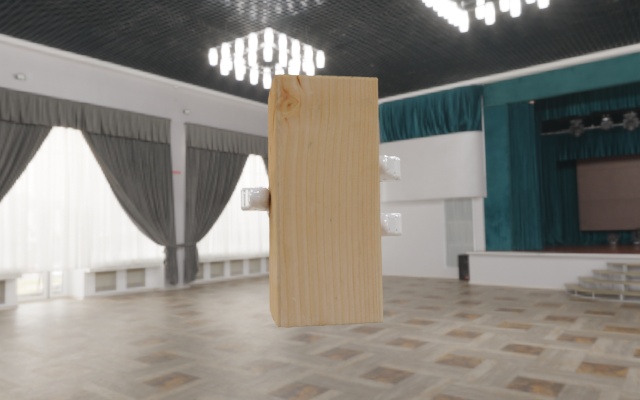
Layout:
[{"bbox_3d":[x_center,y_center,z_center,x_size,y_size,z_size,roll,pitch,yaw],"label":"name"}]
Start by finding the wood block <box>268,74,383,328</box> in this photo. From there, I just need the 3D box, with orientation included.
[{"bbox_3d":[0.000,0.001,0.434,0.091,0.206,0.090,-1,-3,-10],"label":"wood block"}]
